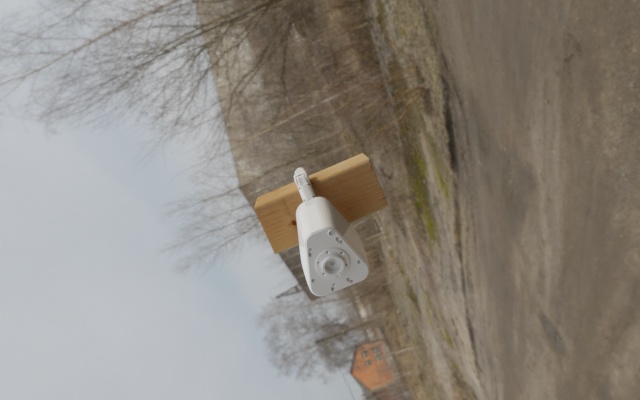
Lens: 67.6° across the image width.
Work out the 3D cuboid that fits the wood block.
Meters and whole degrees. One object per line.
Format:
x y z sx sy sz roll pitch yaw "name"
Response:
0.000 0.003 0.826 0.206 0.091 0.090 -23 12 2 "wood block"
